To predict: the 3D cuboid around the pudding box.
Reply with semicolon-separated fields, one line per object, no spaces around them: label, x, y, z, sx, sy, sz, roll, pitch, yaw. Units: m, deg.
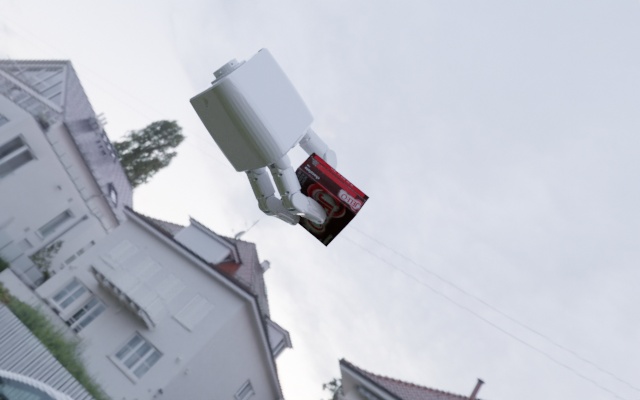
pudding box;0.000;0.002;0.611;0.090;0.039;0.113;40;-30;3
